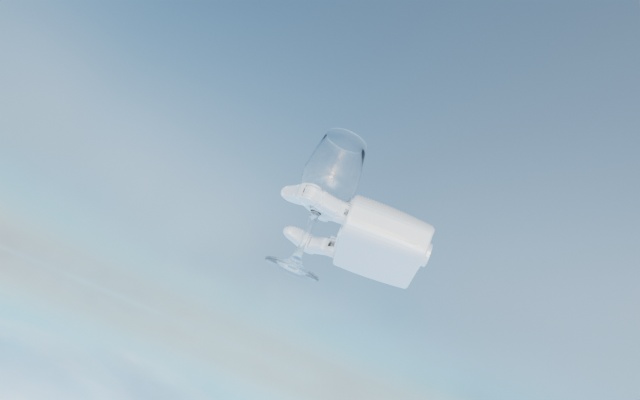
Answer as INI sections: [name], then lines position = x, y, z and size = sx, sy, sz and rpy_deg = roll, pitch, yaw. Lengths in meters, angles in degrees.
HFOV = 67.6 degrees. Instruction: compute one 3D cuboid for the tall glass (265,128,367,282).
[tall glass]
position = 0.000, 0.003, 0.640
size = 0.079, 0.201, 0.079
rpy_deg = 20, -19, 7
